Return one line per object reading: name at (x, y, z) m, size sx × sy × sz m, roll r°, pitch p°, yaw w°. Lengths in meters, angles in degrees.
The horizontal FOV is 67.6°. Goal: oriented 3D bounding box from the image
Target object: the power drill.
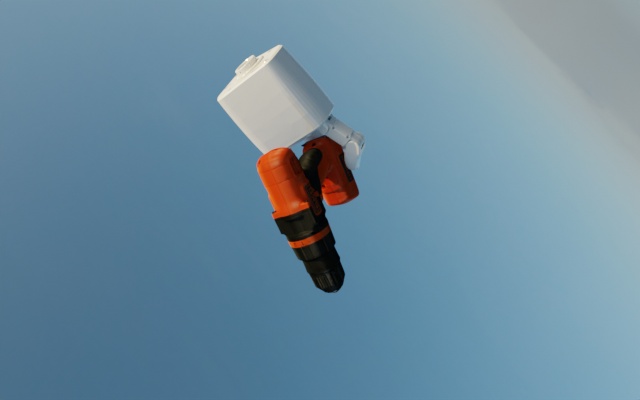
power drill at (0.000, 0.002, 0.614) m, size 0.057 × 0.184 × 0.187 m, roll -17°, pitch 16°, yaw 20°
